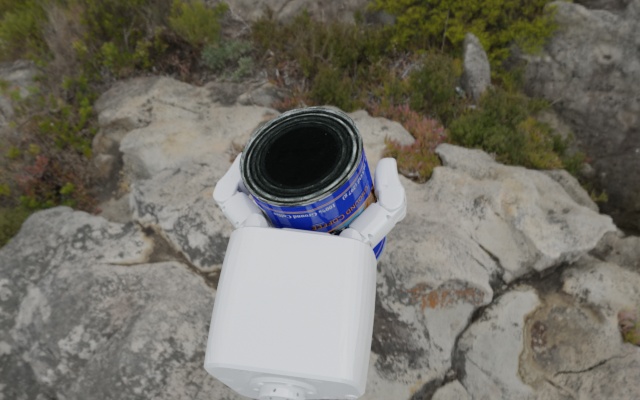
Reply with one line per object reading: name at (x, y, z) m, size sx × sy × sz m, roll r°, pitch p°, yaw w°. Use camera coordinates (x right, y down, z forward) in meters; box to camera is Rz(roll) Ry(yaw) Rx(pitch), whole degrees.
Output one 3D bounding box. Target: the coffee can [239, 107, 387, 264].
coffee can at (0.000, 0.001, 0.434) m, size 0.103 × 0.102 × 0.140 m, roll 0°, pitch -35°, yaw 17°
